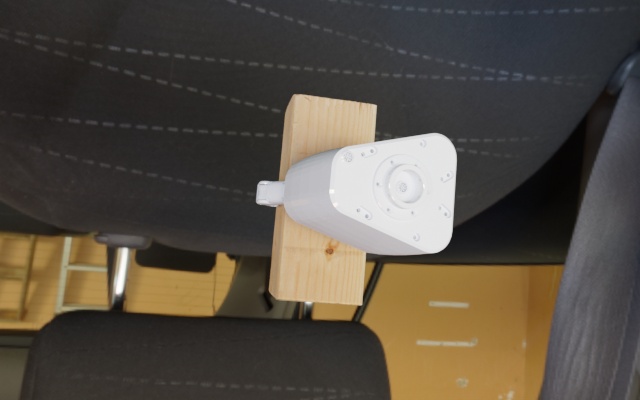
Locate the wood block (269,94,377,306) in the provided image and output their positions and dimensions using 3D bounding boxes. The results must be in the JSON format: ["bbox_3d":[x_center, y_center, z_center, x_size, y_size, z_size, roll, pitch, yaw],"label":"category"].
[{"bbox_3d":[0.000,0.002,0.520,0.091,0.206,0.090,6,-6,-10],"label":"wood block"}]
